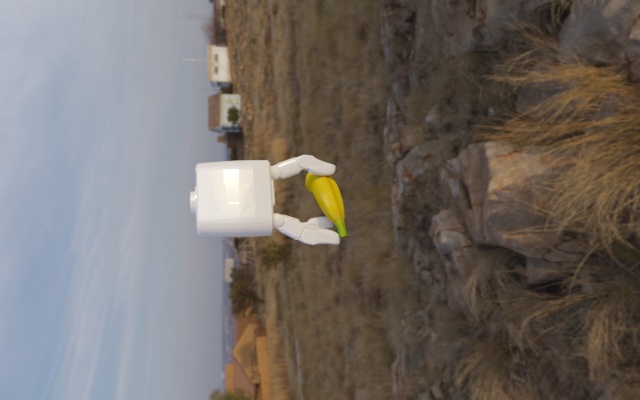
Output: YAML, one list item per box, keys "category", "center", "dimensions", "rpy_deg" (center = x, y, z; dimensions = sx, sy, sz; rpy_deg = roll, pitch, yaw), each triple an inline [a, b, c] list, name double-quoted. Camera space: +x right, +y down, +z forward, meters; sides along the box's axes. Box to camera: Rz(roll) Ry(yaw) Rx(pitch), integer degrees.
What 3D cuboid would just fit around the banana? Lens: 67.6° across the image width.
- category: "banana"
  center: [0.001, -0.013, 0.759]
  dimensions: [0.037, 0.070, 0.197]
  rpy_deg: [-4, 24, -12]
